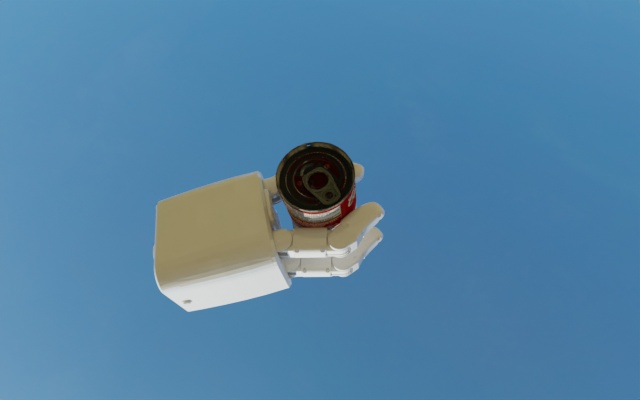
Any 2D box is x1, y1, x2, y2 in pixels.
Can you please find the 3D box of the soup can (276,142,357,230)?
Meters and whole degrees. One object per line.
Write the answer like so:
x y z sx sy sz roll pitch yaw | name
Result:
0.001 0.001 0.447 0.068 0.068 0.102 0 -27 6 | soup can
